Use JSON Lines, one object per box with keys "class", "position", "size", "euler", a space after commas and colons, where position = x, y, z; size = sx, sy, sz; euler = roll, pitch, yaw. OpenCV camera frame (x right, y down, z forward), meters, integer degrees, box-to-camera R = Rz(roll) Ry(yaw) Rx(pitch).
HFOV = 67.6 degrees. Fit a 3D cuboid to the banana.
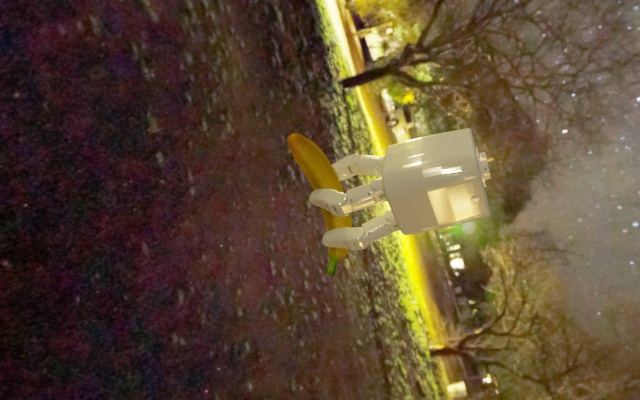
{"class": "banana", "position": [0.007, -0.002, 0.630], "size": [0.037, 0.198, 0.069], "euler": [-9, 19, 25]}
